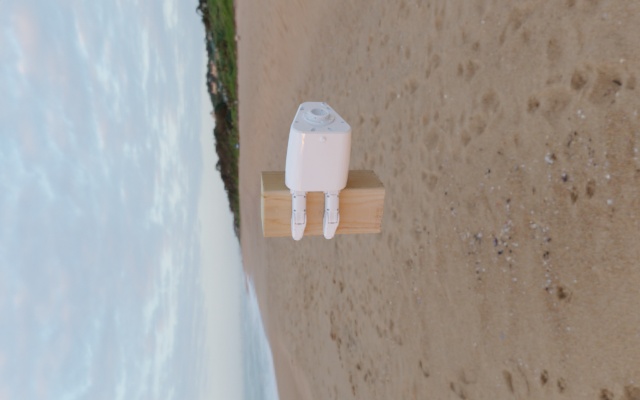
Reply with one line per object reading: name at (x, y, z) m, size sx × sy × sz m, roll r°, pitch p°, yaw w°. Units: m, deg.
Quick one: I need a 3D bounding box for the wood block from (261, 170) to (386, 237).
wood block at (0.000, 0.002, 0.847) m, size 0.206 × 0.090 × 0.090 m, roll -1°, pitch 26°, yaw -10°
